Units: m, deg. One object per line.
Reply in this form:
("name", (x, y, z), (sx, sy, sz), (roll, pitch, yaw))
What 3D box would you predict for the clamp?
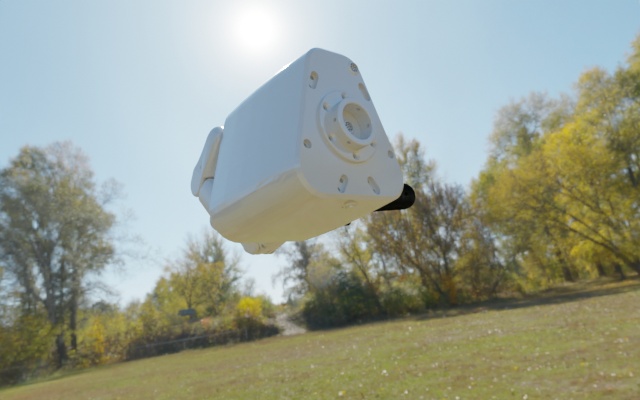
("clamp", (0.000, 0.001, 0.445), (0.171, 0.039, 0.120), (2, -18, -39))
